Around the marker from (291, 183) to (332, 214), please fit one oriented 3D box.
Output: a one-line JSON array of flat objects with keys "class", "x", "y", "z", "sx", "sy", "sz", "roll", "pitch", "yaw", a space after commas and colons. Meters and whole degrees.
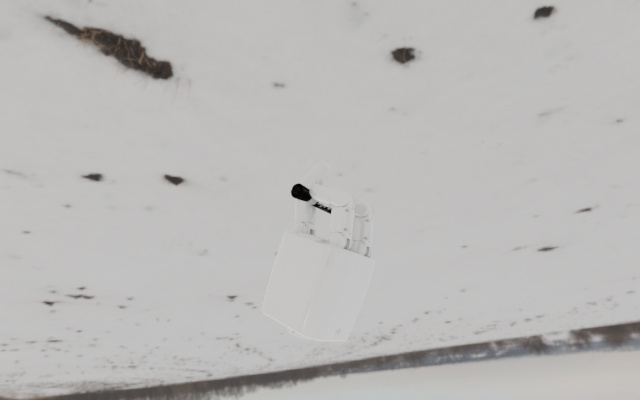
[{"class": "marker", "x": 0.000, "y": 0.002, "z": 0.615, "sx": 0.020, "sy": 0.020, "sz": 0.121, "roll": 0, "pitch": -14, "yaw": 32}]
